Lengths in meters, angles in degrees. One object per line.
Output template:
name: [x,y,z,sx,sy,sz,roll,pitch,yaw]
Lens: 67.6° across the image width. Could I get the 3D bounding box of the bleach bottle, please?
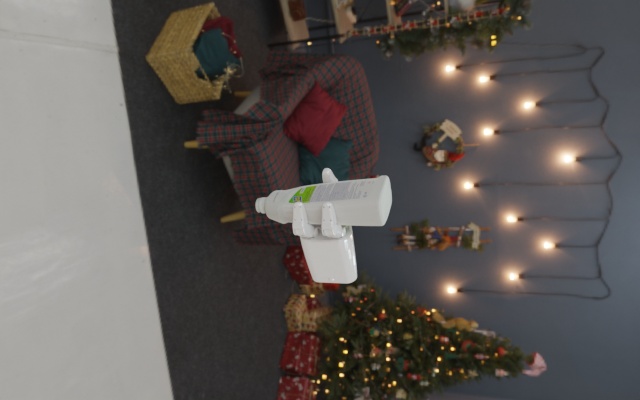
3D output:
bleach bottle: [0.000,0.003,0.893,0.251,0.068,0.102,-1,31,20]
